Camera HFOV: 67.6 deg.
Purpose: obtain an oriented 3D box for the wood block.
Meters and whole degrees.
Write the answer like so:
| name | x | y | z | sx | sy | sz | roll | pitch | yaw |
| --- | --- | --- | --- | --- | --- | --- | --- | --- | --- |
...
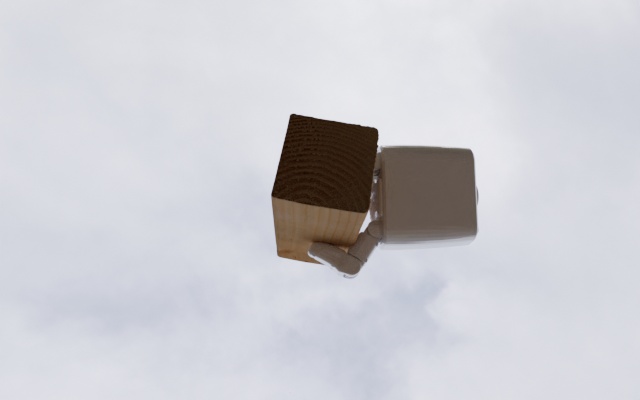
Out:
| name | x | y | z | sx | sy | sz | roll | pitch | yaw |
| --- | --- | --- | --- | --- | --- | --- | --- | --- | --- |
| wood block | 0.000 | 0.002 | 0.532 | 0.090 | 0.090 | 0.206 | 10 | -22 | 1 |
